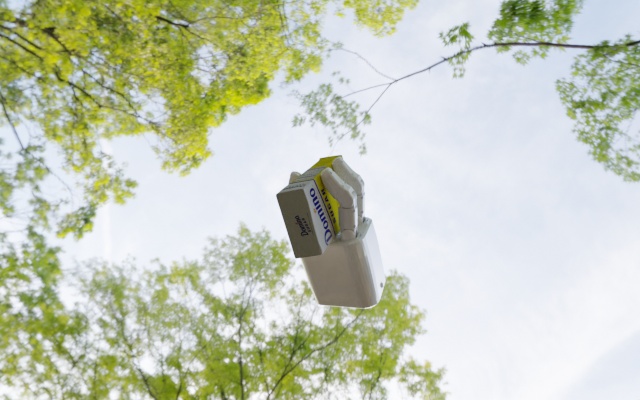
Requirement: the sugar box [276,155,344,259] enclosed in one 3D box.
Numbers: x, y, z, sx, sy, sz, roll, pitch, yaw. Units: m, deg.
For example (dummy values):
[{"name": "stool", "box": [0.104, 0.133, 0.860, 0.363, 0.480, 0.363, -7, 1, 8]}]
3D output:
[{"name": "sugar box", "box": [0.001, 0.002, 0.673, 0.048, 0.093, 0.176, -10, 16, 20]}]
